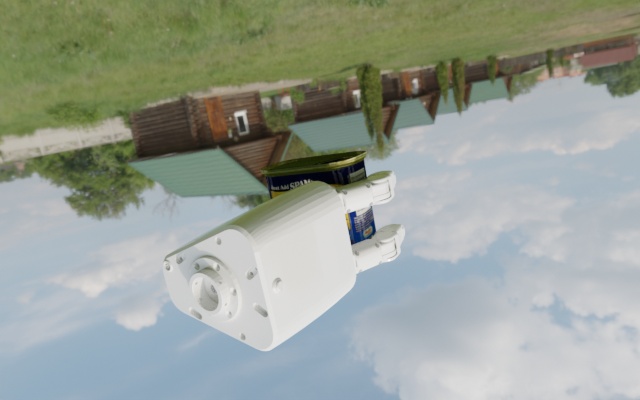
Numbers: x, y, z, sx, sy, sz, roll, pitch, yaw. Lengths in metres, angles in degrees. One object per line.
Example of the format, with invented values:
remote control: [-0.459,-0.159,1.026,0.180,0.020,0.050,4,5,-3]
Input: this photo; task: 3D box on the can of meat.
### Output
can of meat: [0.000,0.002,0.462,0.102,0.084,0.057,-4,14,31]
